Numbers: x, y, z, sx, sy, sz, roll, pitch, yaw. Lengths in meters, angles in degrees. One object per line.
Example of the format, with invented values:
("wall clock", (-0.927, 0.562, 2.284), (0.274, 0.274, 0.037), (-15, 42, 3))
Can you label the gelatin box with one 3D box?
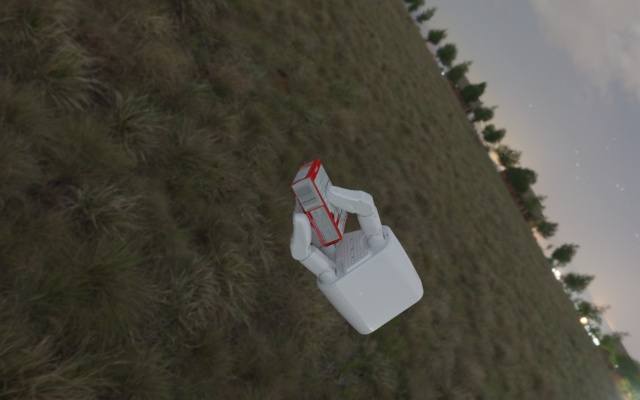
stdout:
("gelatin box", (0.000, 0.001, 0.586), (0.030, 0.089, 0.073), (-22, 17, 16))
